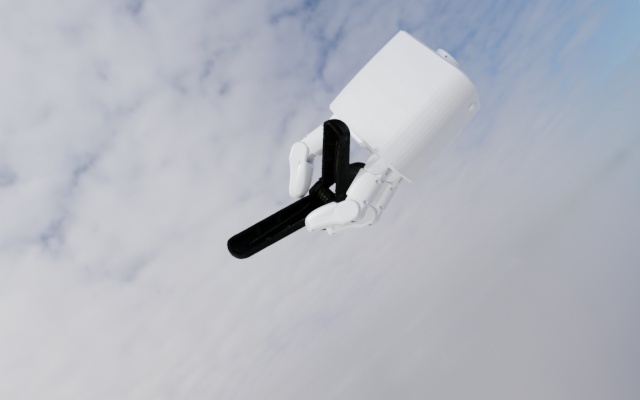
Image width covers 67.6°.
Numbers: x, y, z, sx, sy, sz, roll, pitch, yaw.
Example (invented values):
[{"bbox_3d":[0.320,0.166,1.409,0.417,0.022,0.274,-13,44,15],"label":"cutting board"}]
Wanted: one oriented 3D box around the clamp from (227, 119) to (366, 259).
[{"bbox_3d":[0.000,0.001,0.512,0.164,0.036,0.210,-46,-20,12],"label":"clamp"}]
